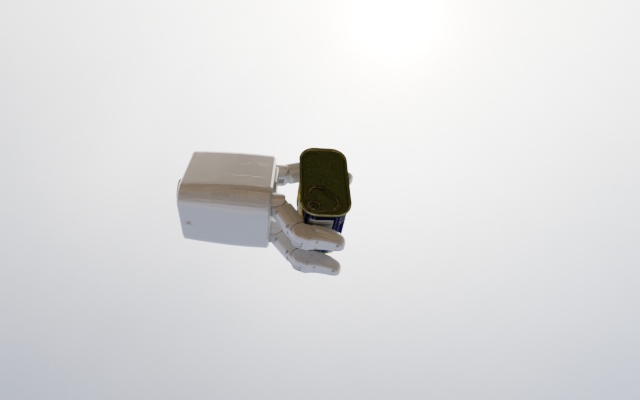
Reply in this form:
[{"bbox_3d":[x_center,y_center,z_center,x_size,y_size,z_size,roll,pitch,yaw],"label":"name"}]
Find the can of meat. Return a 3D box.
[{"bbox_3d":[0.000,0.002,0.576,0.057,0.102,0.084,2,-39,-7],"label":"can of meat"}]
